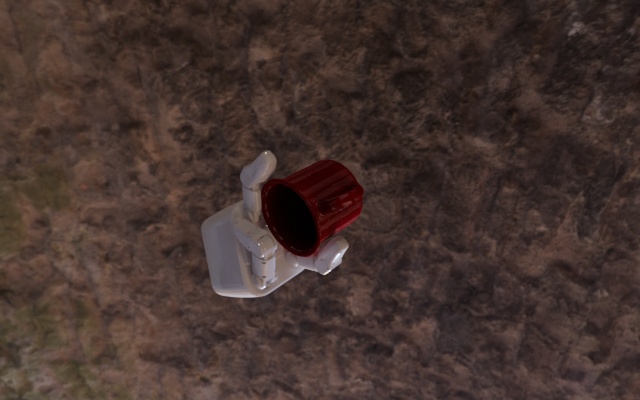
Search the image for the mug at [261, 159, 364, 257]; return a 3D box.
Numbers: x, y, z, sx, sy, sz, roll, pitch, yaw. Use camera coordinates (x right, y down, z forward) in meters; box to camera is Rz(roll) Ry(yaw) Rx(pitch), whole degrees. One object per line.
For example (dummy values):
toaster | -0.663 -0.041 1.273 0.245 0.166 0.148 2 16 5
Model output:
mug | 0.001 0.001 0.526 0.081 0.093 0.117 -30 8 -37
